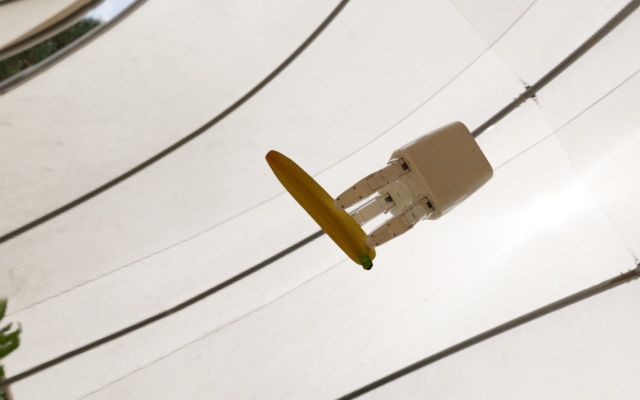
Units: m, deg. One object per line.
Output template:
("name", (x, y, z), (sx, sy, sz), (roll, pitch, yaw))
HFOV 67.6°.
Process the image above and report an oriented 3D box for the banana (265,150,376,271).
("banana", (0.006, 0.011, 0.572), (0.197, 0.037, 0.070), (46, -7, 25))
